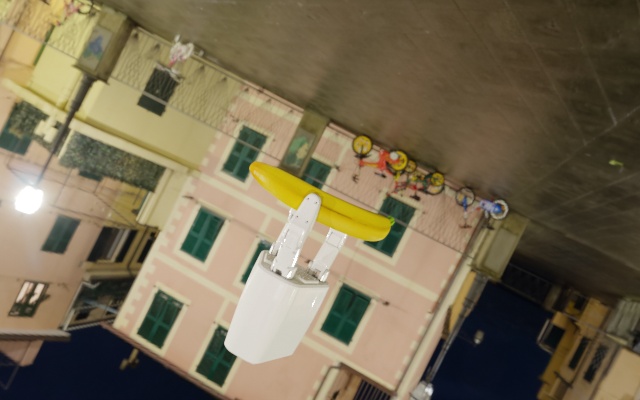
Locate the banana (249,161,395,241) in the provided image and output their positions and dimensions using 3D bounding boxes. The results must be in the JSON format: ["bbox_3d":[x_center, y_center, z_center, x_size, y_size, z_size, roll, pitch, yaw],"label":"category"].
[{"bbox_3d":[0.006,0.007,0.566,0.198,0.037,0.069,24,8,-14],"label":"banana"}]
